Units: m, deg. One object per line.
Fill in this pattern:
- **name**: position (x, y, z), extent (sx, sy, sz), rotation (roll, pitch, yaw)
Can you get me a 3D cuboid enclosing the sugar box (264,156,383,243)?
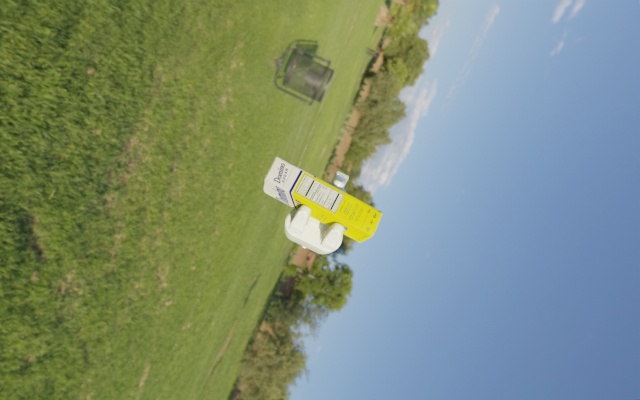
- **sugar box**: position (0.000, 0.003, 0.721), extent (0.176, 0.048, 0.093), rotation (25, -14, -1)
